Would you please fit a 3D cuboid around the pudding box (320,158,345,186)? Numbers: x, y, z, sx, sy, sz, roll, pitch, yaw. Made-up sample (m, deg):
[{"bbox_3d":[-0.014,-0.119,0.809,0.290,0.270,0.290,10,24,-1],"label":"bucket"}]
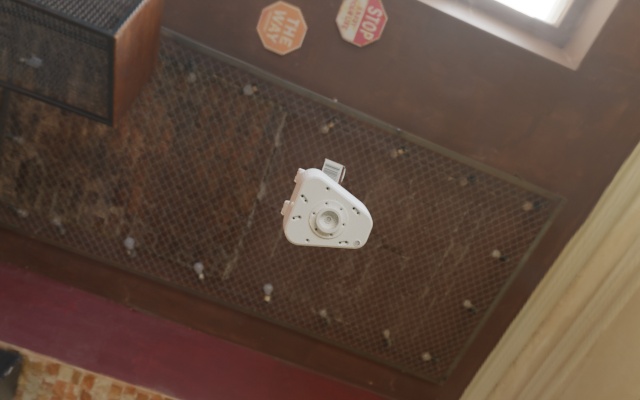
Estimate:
[{"bbox_3d":[0.000,0.003,0.771,0.039,0.113,0.090,21,-23,-3],"label":"pudding box"}]
